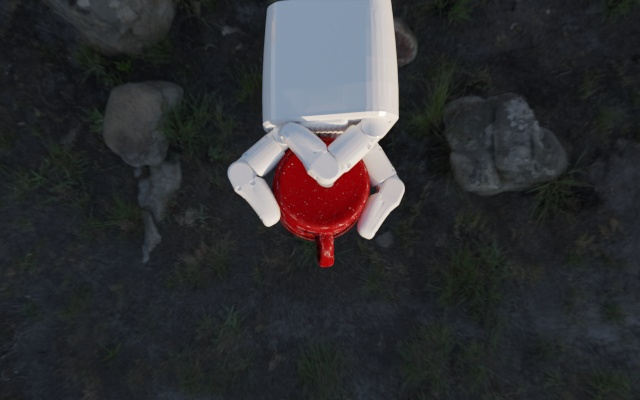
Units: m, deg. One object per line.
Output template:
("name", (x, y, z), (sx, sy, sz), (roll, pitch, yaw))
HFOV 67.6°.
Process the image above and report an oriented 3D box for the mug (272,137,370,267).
("mug", (0.000, 0.003, 0.433), (0.093, 0.117, 0.081), (-2, -5, -3))
